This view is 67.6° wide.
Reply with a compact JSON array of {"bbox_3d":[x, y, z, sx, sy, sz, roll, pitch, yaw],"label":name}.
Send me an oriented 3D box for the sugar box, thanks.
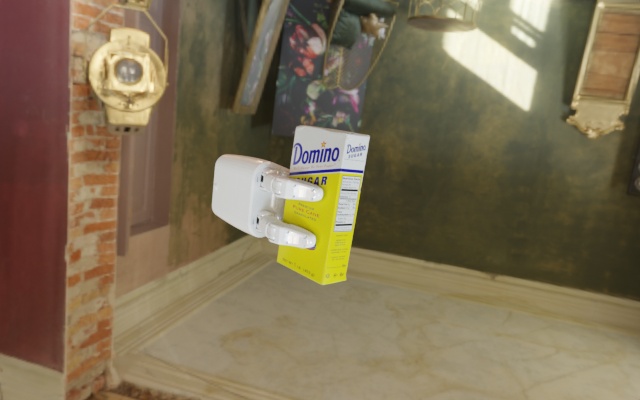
[{"bbox_3d":[0.000,0.002,0.574,0.048,0.176,0.093,-3,14,-42],"label":"sugar box"}]
